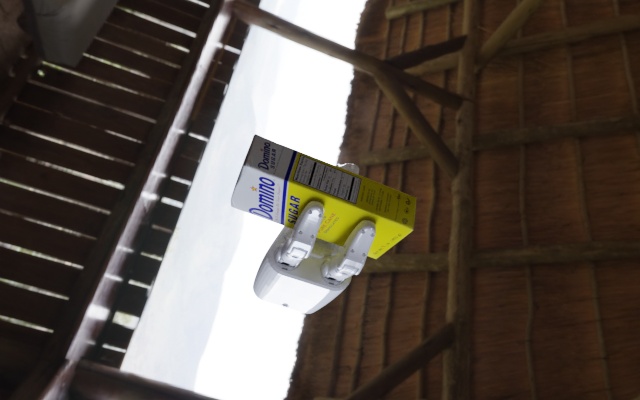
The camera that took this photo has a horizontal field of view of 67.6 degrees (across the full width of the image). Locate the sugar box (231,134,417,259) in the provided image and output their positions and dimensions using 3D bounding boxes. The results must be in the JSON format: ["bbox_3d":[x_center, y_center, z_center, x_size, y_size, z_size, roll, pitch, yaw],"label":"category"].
[{"bbox_3d":[0.000,0.002,0.494,0.176,0.048,0.093,18,-31,-10],"label":"sugar box"}]
